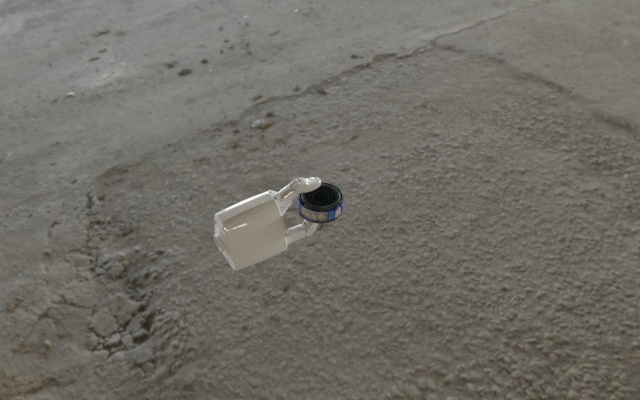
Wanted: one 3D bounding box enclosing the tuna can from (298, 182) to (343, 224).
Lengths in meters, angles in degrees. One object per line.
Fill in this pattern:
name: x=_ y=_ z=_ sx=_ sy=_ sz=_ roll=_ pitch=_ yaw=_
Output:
tuna can: x=0.000 y=0.002 z=0.894 sx=0.086 sy=0.034 sz=0.086 roll=2 pitch=39 yaw=-1
